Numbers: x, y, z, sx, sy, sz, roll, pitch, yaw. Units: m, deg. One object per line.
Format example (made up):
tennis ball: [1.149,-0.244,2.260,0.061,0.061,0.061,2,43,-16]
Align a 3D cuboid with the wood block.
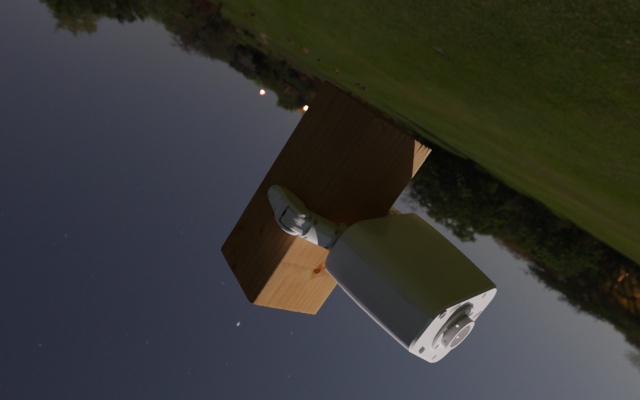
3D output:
wood block: [0.000,0.002,0.475,0.091,0.206,0.090,21,18,-41]
